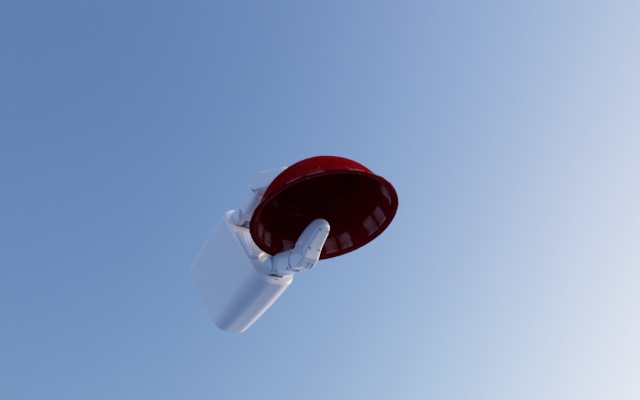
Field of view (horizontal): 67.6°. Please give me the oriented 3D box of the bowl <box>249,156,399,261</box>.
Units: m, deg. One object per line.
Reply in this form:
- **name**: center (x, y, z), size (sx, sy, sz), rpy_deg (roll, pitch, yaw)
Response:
- **bowl**: center (0.001, 0.001, 0.523), size (0.162, 0.055, 0.162), rpy_deg (-9, -37, -7)
